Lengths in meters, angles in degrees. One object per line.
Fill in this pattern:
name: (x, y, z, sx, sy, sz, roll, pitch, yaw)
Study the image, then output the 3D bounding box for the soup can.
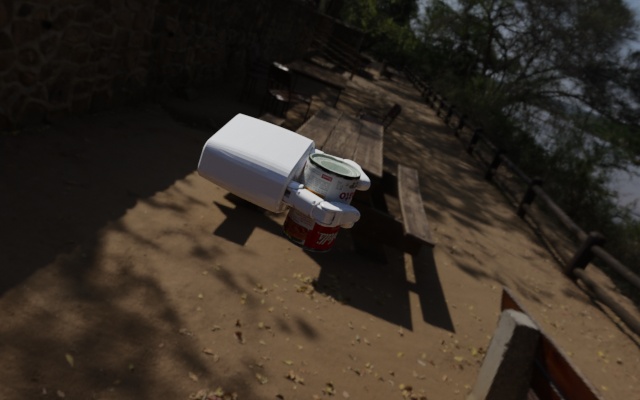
soup can: (0.001, 0.002, 0.579, 0.068, 0.102, 0.068, 19, 19, -7)
